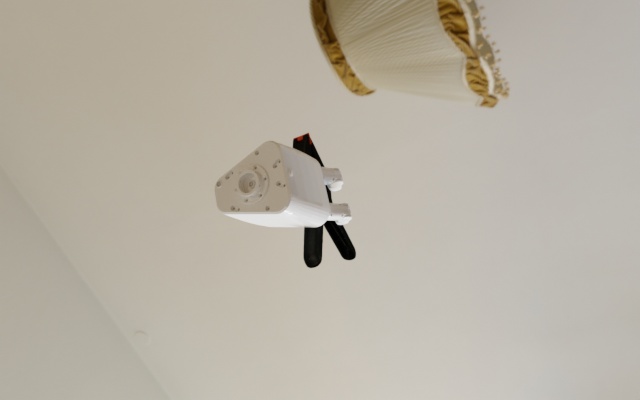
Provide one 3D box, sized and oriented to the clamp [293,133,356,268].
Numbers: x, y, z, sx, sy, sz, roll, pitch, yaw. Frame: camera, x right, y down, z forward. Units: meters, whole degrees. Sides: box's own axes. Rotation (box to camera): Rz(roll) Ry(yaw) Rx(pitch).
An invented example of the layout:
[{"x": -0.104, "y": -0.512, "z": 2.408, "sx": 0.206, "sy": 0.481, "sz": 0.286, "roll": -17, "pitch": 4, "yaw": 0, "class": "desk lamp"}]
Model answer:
[{"x": -0.001, "y": 0.002, "z": 0.727, "sx": 0.036, "sy": 0.210, "sz": 0.164, "roll": -18, "pitch": -16, "yaw": 20, "class": "clamp"}]
